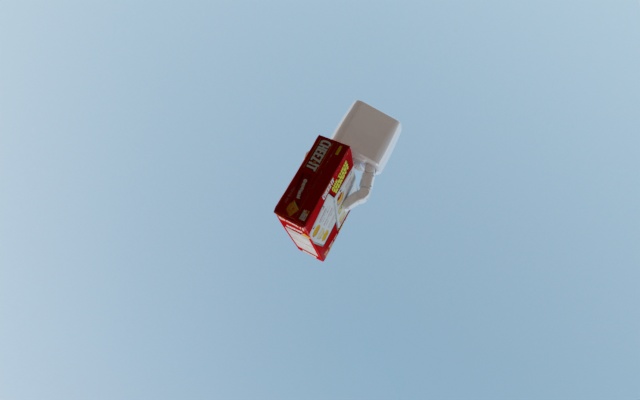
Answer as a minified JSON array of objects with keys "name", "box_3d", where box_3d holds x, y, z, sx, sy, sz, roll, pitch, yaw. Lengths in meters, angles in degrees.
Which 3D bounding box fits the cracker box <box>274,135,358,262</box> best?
[{"name":"cracker box","box_3d":[0.000,0.003,0.887,0.072,0.164,0.214,24,-16,18]}]
